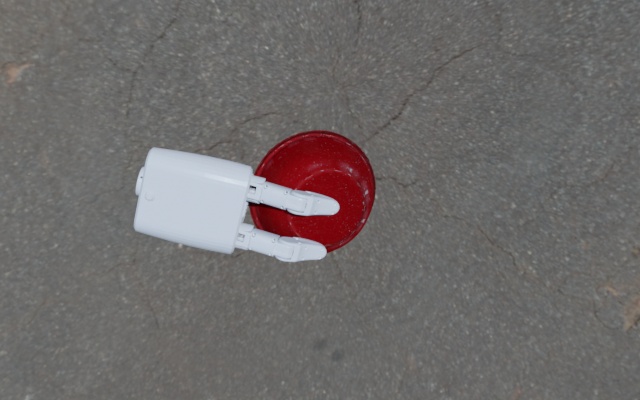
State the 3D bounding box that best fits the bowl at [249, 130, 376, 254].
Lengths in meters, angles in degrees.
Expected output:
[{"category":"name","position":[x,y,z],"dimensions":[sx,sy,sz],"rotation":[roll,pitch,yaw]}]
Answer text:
[{"category":"bowl","position":[0.002,0.002,0.562],"dimensions":[0.162,0.162,0.055],"rotation":[0,18,-18]}]
